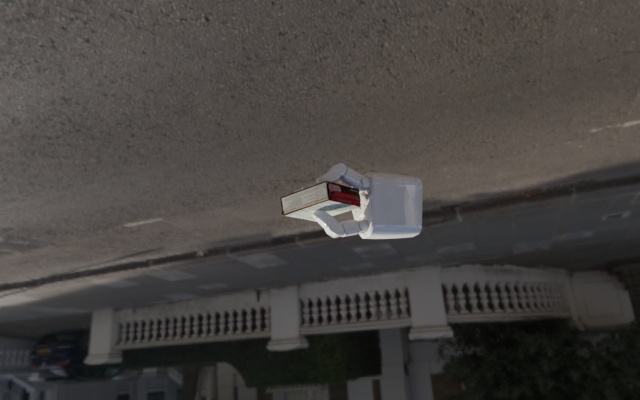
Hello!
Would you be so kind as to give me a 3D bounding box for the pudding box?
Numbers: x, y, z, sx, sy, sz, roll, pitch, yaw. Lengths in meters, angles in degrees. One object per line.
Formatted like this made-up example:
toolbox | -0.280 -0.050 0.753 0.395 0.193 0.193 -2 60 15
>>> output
pudding box | 0.000 0.003 0.835 0.113 0.039 0.090 -21 -22 37
